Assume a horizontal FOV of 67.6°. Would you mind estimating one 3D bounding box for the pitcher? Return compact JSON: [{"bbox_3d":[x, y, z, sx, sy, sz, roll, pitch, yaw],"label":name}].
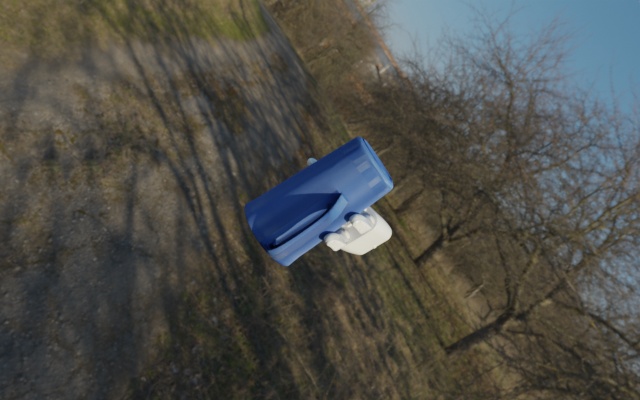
[{"bbox_3d":[0.000,0.003,0.822,0.243,0.149,0.145,-34,-26,12],"label":"pitcher"}]
